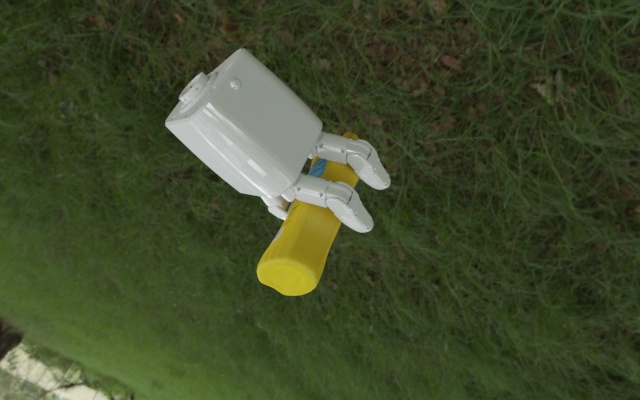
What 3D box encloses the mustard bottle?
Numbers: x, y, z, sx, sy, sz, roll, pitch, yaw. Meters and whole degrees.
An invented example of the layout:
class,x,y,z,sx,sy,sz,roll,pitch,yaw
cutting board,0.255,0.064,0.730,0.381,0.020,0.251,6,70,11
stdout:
class,x,y,z,sx,sy,sz,roll,pitch,yaw
mustard bottle,0.000,0.002,0.504,0.058,0.191,0.096,29,-30,-7
